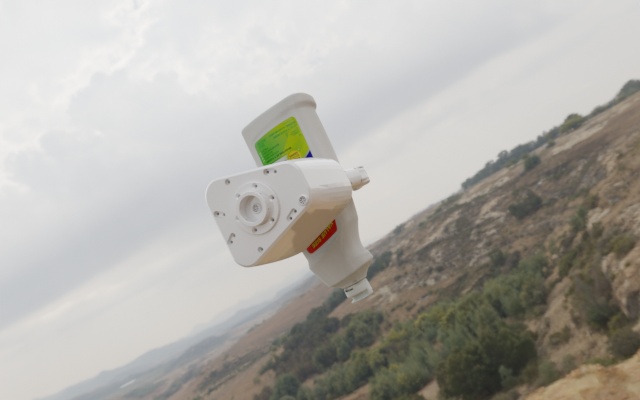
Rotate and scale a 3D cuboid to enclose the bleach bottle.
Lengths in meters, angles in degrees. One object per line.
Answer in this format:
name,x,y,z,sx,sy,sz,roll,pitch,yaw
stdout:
bleach bottle,0.000,0.002,0.583,0.102,0.251,0.068,-30,-8,21
